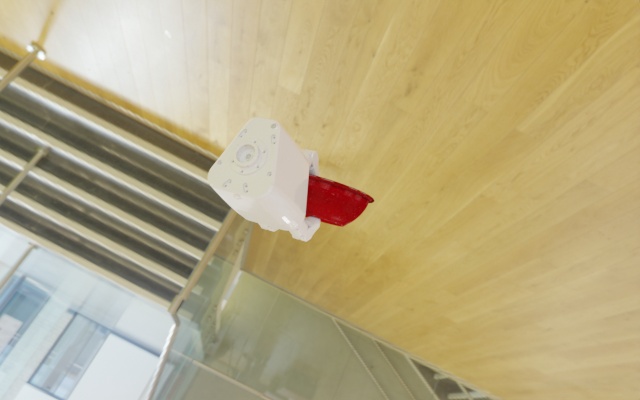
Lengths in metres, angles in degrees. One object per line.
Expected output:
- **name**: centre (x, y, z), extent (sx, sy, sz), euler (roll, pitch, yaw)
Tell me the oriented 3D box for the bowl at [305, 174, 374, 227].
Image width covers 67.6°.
- **bowl**: centre (0.001, 0.003, 0.753), extent (0.162, 0.055, 0.162), euler (16, -5, 2)
